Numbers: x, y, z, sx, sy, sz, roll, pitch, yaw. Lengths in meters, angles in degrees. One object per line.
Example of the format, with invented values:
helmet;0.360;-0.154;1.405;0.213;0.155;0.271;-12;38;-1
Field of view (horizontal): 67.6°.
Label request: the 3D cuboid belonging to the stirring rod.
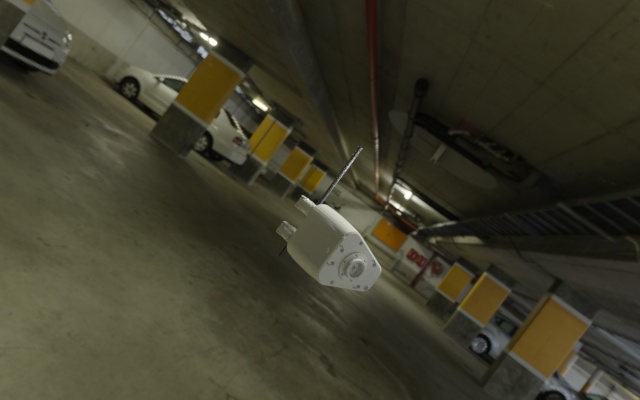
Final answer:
stirring rod;0.000;0.003;0.850;0.011;0.239;0.011;37;1;0
